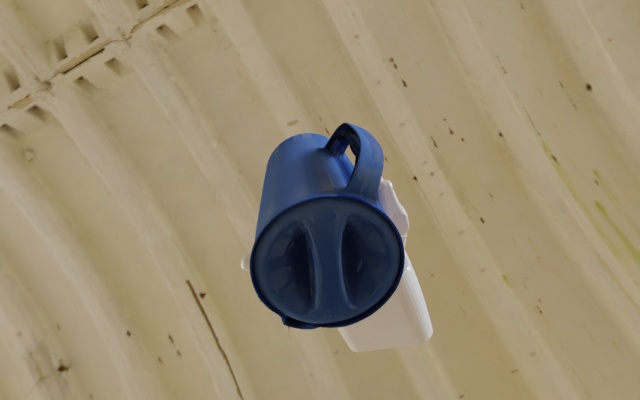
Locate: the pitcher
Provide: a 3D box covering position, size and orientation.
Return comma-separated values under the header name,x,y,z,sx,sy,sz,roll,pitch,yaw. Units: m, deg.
name,x,y,z,sx,sy,sz,roll,pitch,yaw
pitcher,0.000,0.002,0.506,0.149,0.145,0.242,-24,25,5
